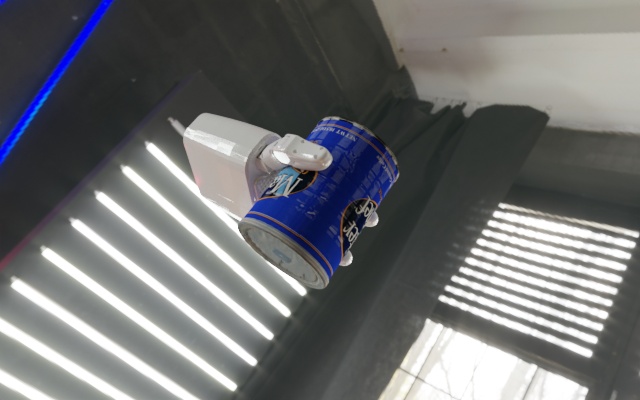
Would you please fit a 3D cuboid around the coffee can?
[{"bbox_3d":[0.000,0.002,0.477,0.103,0.140,0.103,31,-22,14],"label":"coffee can"}]
